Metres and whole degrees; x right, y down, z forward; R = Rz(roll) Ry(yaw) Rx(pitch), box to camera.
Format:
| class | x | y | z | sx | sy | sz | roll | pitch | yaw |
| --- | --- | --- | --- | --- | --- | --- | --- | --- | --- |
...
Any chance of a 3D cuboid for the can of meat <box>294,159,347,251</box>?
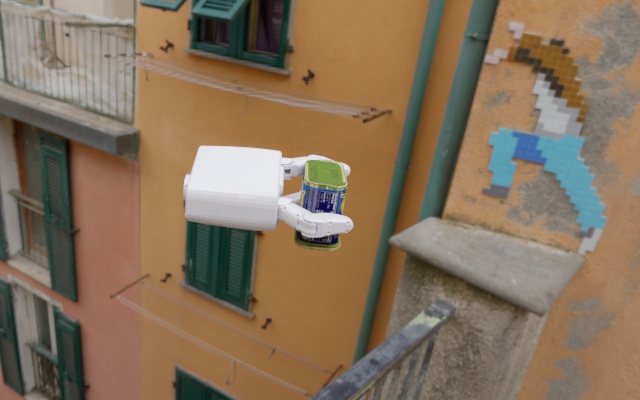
| class | x | y | z | sx | sy | sz | roll | pitch | yaw |
| --- | --- | --- | --- | --- | --- | --- | --- | --- | --- |
| can of meat | 0.000 | 0.002 | 0.599 | 0.057 | 0.084 | 0.102 | 6 | 22 | -4 |
